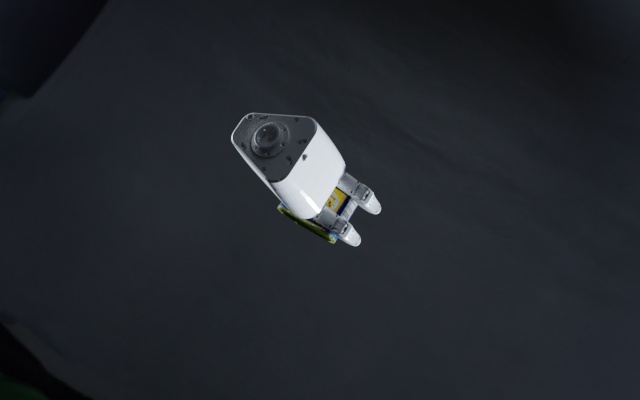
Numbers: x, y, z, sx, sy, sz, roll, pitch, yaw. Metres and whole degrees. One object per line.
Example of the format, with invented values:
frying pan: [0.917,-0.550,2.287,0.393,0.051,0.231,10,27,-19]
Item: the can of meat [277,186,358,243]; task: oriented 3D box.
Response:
can of meat: [0.000,0.003,0.694,0.102,0.084,0.057,28,-12,25]
